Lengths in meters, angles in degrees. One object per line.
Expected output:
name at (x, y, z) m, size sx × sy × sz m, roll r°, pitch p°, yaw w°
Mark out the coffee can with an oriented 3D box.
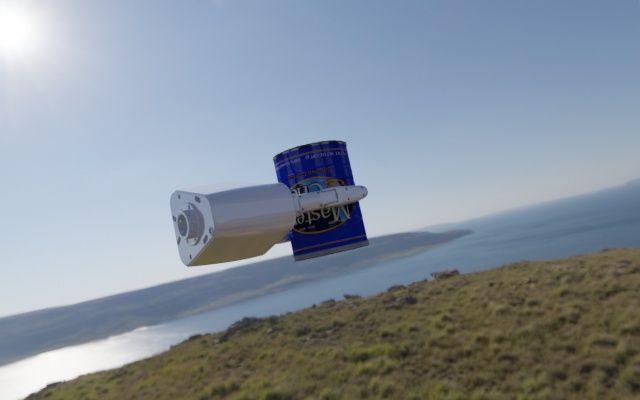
coffee can at (0.000, 0.002, 0.637) m, size 0.103 × 0.140 × 0.103 m, roll -12°, pitch -6°, yaw -1°
